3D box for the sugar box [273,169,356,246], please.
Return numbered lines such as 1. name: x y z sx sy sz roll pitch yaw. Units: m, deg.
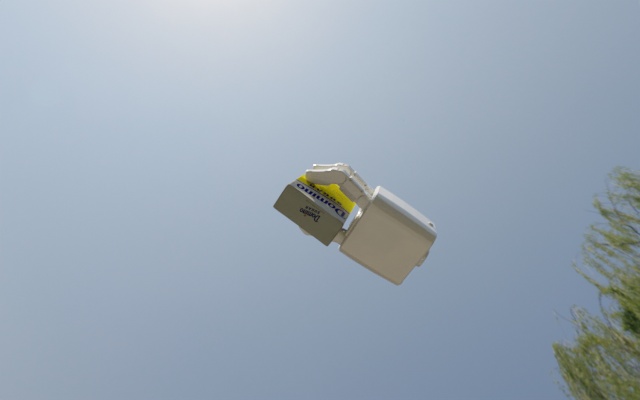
1. sugar box: 0.001 0.002 0.704 0.093 0.048 0.176 36 13 2
